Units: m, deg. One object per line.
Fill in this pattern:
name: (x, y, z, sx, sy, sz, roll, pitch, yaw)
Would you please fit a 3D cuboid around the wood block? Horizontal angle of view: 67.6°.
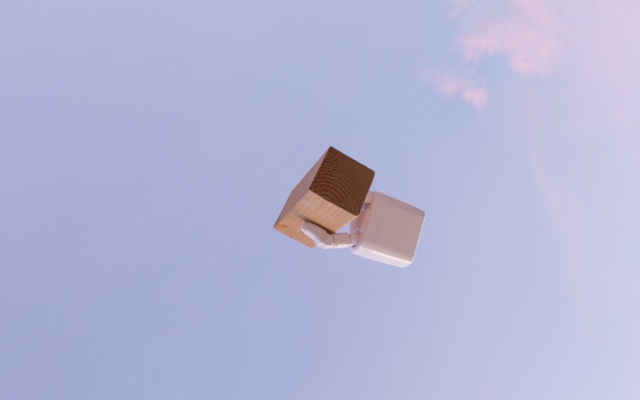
wood block: (0.000, 0.003, 0.831, 0.090, 0.090, 0.206, 29, -28, -9)
